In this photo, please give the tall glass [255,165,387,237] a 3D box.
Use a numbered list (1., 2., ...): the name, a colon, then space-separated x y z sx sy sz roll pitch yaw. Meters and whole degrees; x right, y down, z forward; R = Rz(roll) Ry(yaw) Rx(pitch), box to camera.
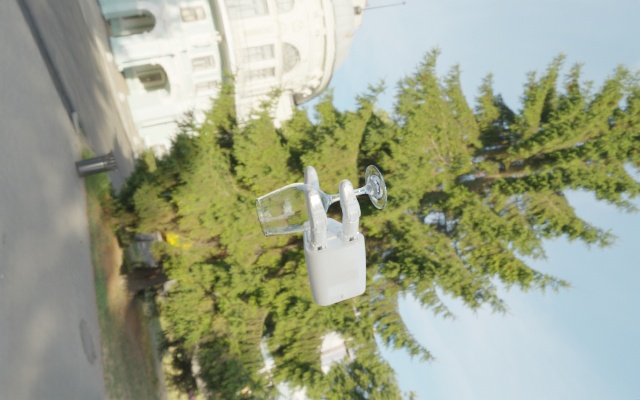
1. tall glass: 0.001 0.002 0.767 0.201 0.079 0.079 -15 4 -16
